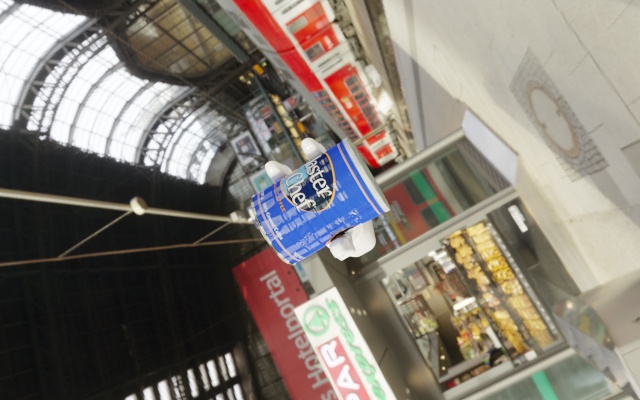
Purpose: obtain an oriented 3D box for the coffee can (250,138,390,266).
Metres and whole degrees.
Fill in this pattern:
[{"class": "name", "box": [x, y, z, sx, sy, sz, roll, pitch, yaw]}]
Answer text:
[{"class": "coffee can", "box": [0.000, 0.002, 0.592, 0.140, 0.103, 0.103, -31, -6, 9]}]
